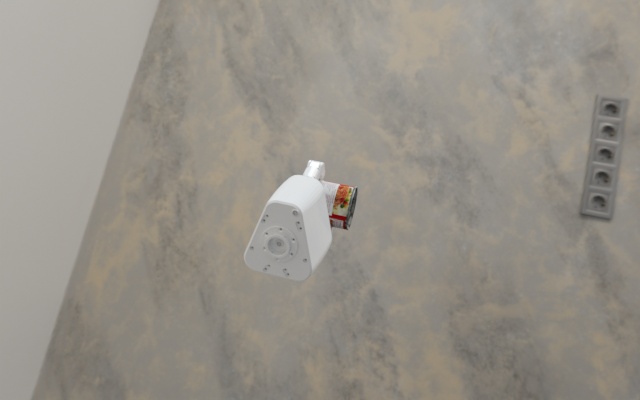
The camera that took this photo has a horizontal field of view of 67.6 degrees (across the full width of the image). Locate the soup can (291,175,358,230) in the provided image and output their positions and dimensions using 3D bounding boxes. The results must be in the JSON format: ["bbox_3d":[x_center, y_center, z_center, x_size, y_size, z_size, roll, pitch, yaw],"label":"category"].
[{"bbox_3d":[0.000,0.002,0.734,0.102,0.068,0.068,12,2,10],"label":"soup can"}]
